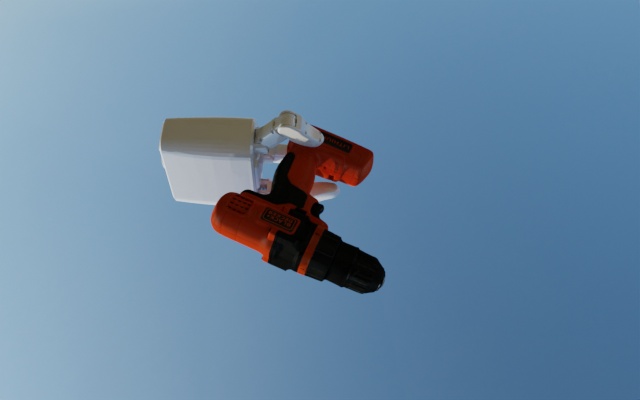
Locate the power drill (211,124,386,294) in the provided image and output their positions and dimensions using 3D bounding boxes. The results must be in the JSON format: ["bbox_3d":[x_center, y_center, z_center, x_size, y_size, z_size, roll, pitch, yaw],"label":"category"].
[{"bbox_3d":[0.000,0.001,0.526,0.184,0.057,0.187,25,43,3],"label":"power drill"}]
